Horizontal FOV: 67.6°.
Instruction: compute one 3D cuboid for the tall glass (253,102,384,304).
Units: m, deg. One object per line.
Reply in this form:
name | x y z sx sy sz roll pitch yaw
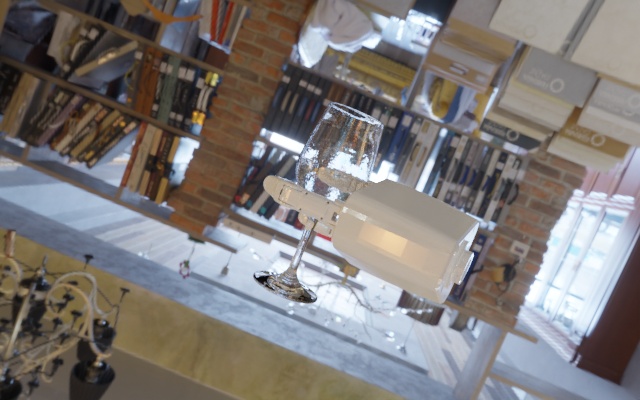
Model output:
tall glass | 0.000 0.002 0.503 0.079 0.201 0.079 22 5 -2
